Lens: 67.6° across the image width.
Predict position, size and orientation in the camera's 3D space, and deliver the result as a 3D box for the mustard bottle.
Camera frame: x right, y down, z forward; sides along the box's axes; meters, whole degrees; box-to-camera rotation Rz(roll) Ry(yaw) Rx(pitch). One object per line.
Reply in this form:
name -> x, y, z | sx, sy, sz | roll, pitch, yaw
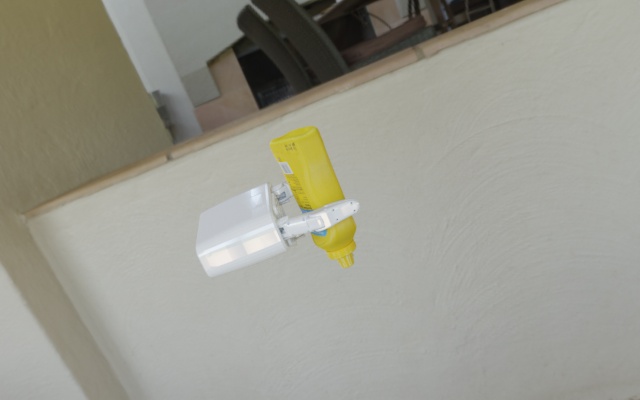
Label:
mustard bottle -> 0.000, 0.002, 0.617 | 0.058, 0.192, 0.096 | -28, 15, -20
